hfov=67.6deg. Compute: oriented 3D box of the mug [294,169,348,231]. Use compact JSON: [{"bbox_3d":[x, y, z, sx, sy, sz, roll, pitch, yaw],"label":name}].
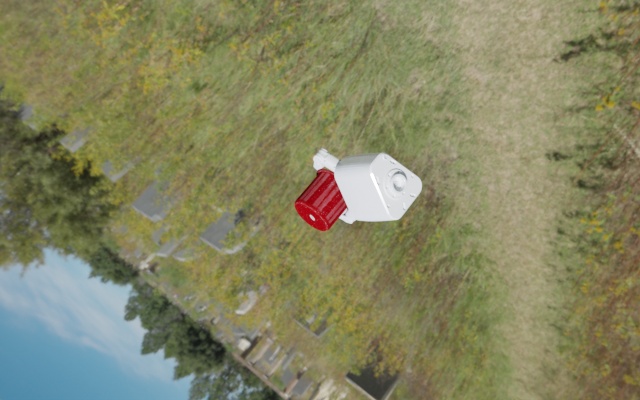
[{"bbox_3d":[-0.001,0.003,0.895,0.093,0.081,0.117,48,-23,-18],"label":"mug"}]
